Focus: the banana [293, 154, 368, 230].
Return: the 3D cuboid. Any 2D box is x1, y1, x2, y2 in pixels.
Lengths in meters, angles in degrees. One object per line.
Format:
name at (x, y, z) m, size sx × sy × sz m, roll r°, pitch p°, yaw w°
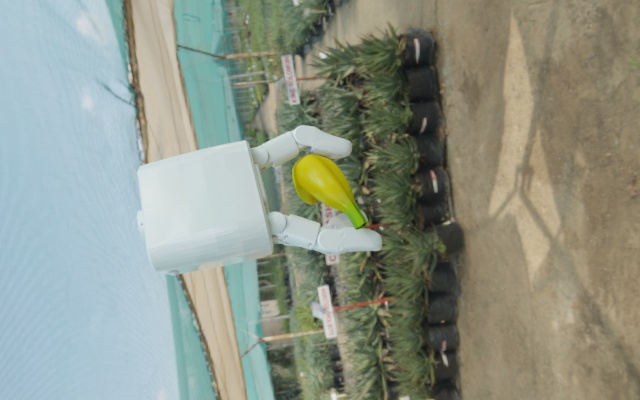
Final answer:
banana at (-0.005, -0.015, 0.497) m, size 0.037 × 0.069 × 0.198 m, roll -19°, pitch 11°, yaw -9°
